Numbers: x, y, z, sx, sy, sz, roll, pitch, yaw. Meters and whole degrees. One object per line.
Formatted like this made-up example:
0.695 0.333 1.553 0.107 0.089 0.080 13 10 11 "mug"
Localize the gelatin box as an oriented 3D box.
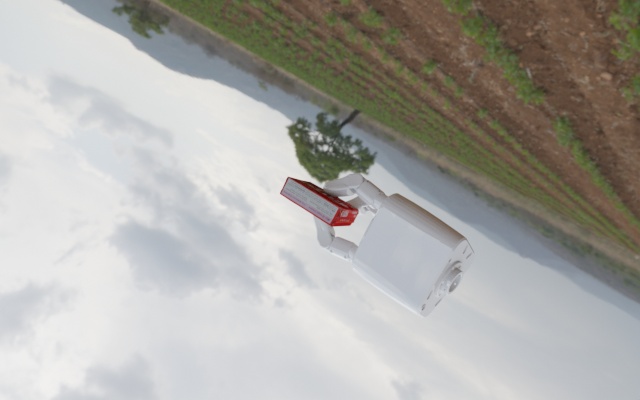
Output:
0.000 0.002 0.642 0.089 0.030 0.073 30 8 21 "gelatin box"
